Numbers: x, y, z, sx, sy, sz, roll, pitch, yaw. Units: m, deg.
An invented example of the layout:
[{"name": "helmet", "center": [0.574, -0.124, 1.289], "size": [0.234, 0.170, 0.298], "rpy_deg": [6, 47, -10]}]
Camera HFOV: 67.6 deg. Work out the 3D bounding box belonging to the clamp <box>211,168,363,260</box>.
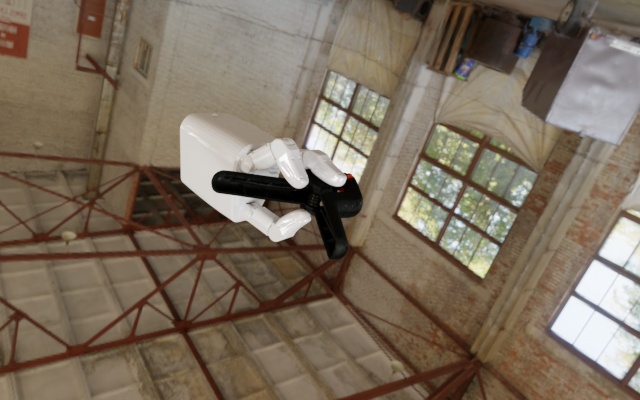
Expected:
[{"name": "clamp", "center": [0.000, 0.002, 0.556], "size": [0.164, 0.036, 0.210], "rpy_deg": [33, 24, 25]}]
